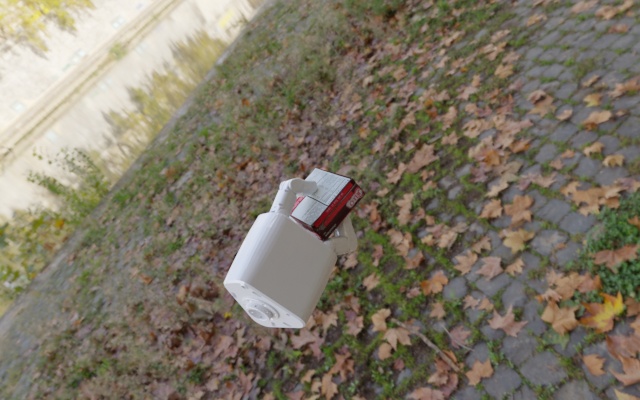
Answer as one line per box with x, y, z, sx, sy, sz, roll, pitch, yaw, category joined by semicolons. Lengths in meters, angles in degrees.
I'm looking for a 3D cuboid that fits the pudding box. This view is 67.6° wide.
0.000;0.002;0.686;0.039;0.090;0.113;48;-12;-30;pudding box
